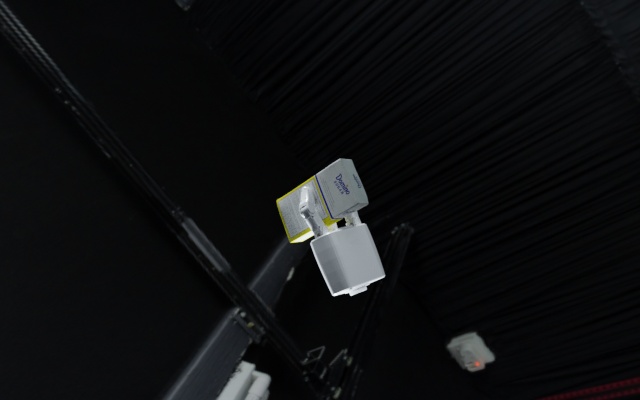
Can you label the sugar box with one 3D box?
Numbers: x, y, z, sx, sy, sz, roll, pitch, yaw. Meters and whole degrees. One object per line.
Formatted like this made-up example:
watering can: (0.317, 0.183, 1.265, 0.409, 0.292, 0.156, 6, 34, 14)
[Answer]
sugar box: (0.000, 0.003, 0.899, 0.176, 0.093, 0.048, -30, -17, 32)
